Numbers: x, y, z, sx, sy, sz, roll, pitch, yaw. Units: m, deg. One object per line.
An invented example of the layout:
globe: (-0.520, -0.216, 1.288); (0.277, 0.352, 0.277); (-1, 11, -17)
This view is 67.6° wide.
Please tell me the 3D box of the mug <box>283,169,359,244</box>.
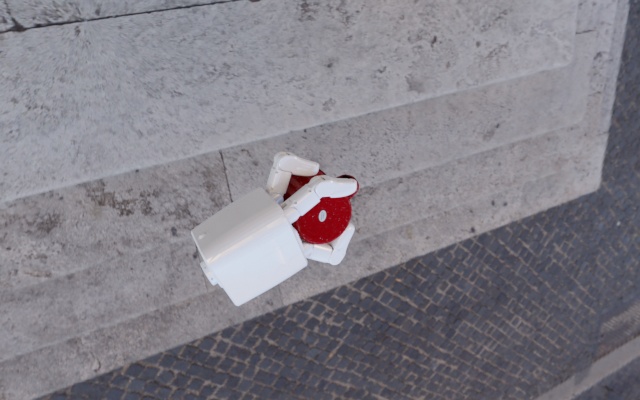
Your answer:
mug: (0.001, 0.002, 0.643); (0.117, 0.093, 0.081); (-28, 29, -13)
